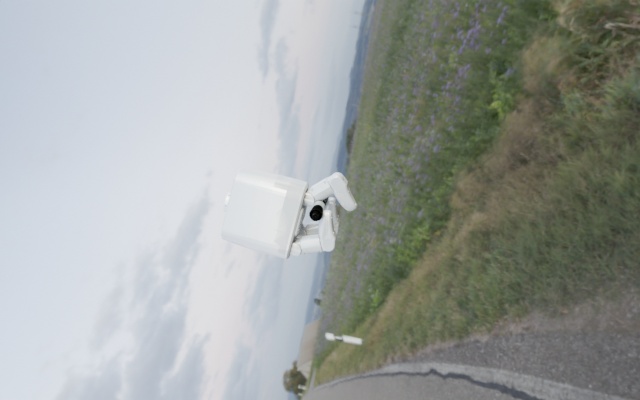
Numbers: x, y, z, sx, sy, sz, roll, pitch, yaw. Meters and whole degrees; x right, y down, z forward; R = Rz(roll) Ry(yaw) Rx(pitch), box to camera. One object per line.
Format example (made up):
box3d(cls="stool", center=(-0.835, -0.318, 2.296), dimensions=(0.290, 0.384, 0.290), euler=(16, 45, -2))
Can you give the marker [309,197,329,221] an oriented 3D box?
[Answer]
box3d(cls="marker", center=(0.000, 0.002, 0.711), dimensions=(0.020, 0.020, 0.121), euler=(0, 19, 8))
